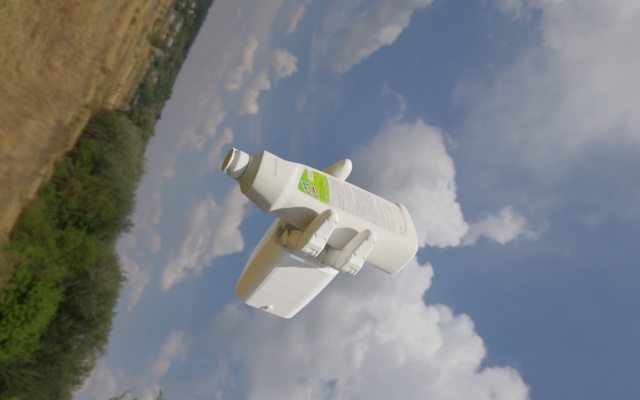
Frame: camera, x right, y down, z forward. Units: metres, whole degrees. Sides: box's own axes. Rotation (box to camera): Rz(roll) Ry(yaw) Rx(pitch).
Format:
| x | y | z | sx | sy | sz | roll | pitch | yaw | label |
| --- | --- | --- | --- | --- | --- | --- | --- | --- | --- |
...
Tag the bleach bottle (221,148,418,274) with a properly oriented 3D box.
| x | y | z | sx | sy | sz | roll | pitch | yaw | label |
| --- | --- | --- | --- | --- | --- | --- | --- | --- | --- |
| 0.000 | 0.002 | 0.576 | 0.251 | 0.068 | 0.102 | 27 | 29 | -24 | bleach bottle |
